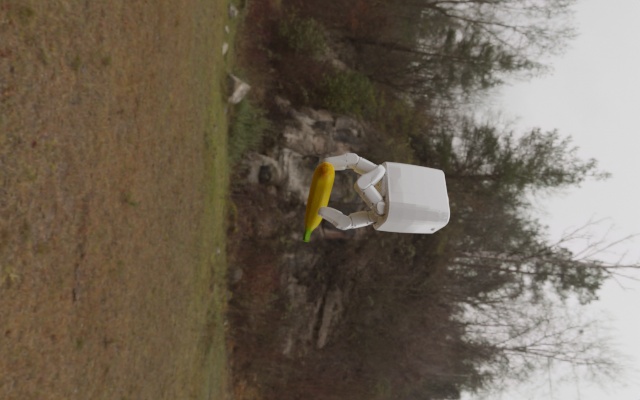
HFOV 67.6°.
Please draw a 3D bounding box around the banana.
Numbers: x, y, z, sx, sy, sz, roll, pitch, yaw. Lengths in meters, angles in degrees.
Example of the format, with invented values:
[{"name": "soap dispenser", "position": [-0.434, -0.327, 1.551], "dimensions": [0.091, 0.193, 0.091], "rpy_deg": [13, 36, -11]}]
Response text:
[{"name": "banana", "position": [0.000, -0.009, 0.835], "dimensions": [0.037, 0.069, 0.198], "rpy_deg": [6, -42, -7]}]
